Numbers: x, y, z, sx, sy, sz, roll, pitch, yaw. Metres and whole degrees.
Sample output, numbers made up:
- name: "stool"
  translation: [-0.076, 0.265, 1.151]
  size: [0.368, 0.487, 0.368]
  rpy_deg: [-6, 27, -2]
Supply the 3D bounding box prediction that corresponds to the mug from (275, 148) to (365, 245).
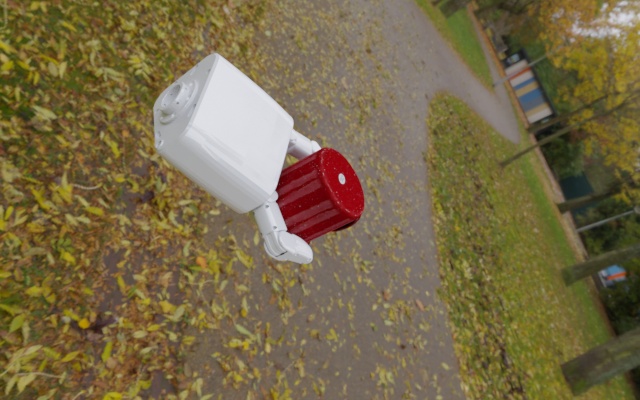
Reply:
- name: "mug"
  translation: [0.001, 0.002, 0.514]
  size: [0.081, 0.093, 0.117]
  rpy_deg: [-27, -43, 28]
